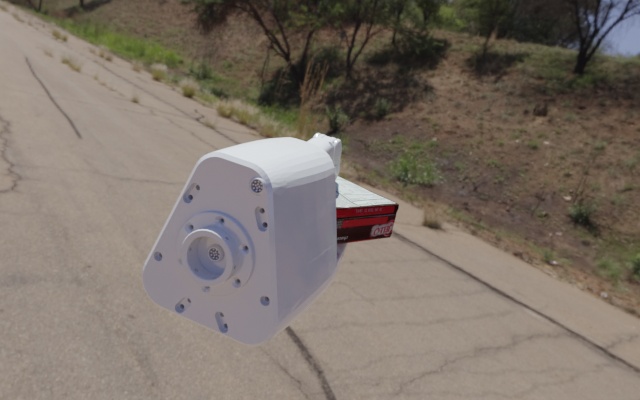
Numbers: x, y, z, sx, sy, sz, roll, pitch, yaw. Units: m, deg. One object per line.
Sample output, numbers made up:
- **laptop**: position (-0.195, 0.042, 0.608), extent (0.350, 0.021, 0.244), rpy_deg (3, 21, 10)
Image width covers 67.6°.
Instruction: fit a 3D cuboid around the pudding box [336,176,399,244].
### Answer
- **pudding box**: position (0.000, 0.001, 0.435), extent (0.090, 0.039, 0.113), rpy_deg (-1, 23, -44)
